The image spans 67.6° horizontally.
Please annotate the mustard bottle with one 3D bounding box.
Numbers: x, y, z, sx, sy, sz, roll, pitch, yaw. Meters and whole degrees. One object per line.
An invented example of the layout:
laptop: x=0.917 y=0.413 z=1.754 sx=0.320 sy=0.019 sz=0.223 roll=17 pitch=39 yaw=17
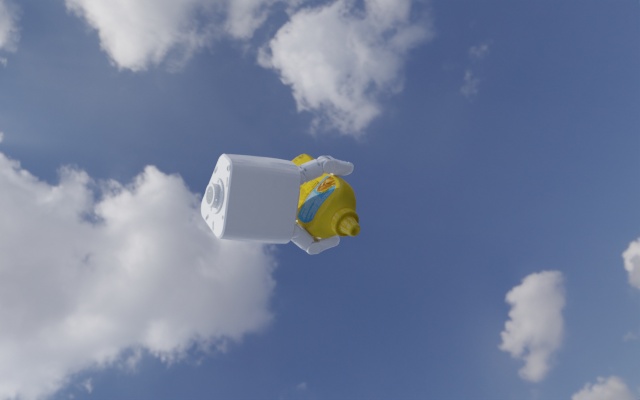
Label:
mustard bottle: x=0.000 y=0.002 z=0.726 sx=0.058 sy=0.096 sz=0.191 roll=36 pitch=2 yaw=-40
